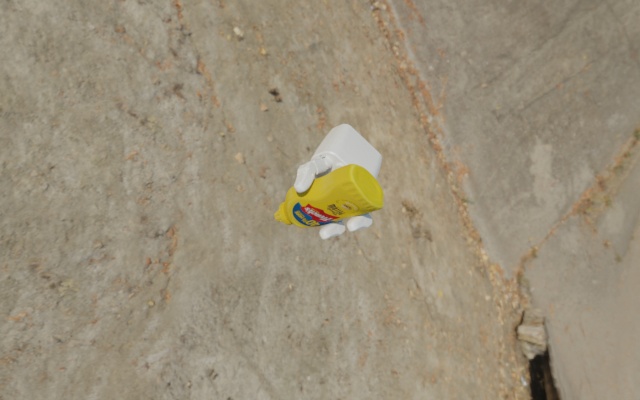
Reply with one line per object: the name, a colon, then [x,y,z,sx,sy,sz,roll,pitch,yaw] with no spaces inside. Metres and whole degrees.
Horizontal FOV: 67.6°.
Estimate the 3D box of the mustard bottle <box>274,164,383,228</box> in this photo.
mustard bottle: [0.000,0.003,0.785,0.191,0.058,0.096,-18,-38,33]
